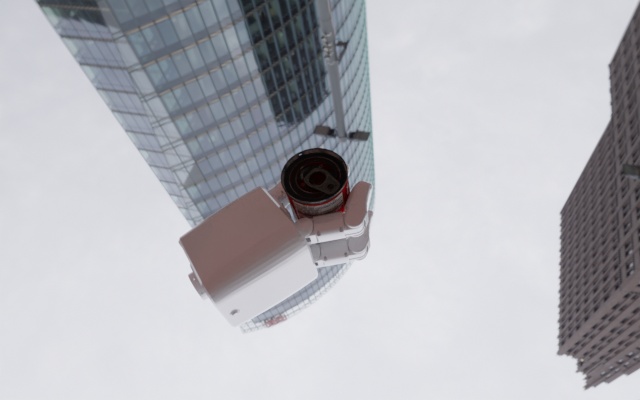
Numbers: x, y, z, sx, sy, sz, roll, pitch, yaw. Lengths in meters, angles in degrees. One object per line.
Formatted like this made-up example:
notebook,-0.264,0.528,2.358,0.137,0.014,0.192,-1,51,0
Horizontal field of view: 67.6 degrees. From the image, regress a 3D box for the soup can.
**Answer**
soup can,0.000,0.002,0.516,0.068,0.068,0.102,0,-33,9
